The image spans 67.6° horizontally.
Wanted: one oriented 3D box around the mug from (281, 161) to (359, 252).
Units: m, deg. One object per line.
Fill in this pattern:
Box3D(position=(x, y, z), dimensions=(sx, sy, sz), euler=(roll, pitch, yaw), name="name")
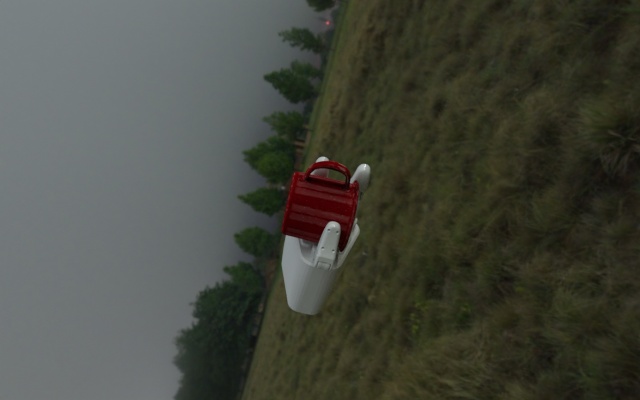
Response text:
Box3D(position=(0.000, 0.001, 0.593), dimensions=(0.081, 0.117, 0.093), euler=(13, 38, -4), name="mug")
